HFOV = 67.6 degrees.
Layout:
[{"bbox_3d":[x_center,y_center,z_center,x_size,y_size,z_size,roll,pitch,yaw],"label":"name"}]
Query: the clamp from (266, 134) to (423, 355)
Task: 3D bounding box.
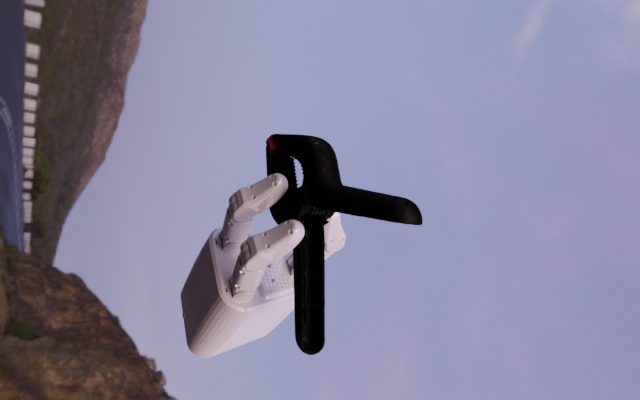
[{"bbox_3d":[0.000,0.001,0.417,0.036,0.209,0.165,10,-47,-35],"label":"clamp"}]
